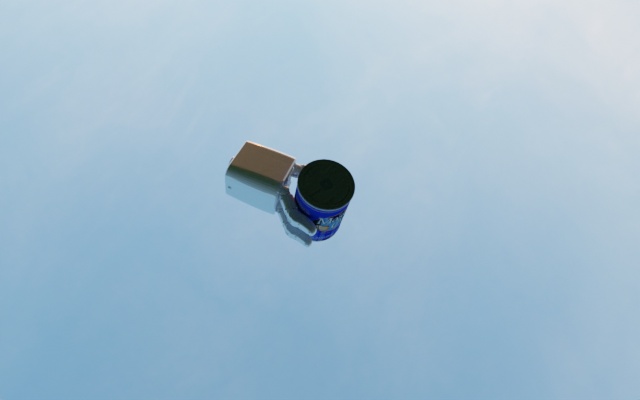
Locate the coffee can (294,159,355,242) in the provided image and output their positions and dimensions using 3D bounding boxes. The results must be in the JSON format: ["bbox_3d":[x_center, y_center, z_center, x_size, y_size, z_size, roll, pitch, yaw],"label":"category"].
[{"bbox_3d":[0.000,0.003,0.892,0.103,0.102,0.140,0,-28,-10],"label":"coffee can"}]
